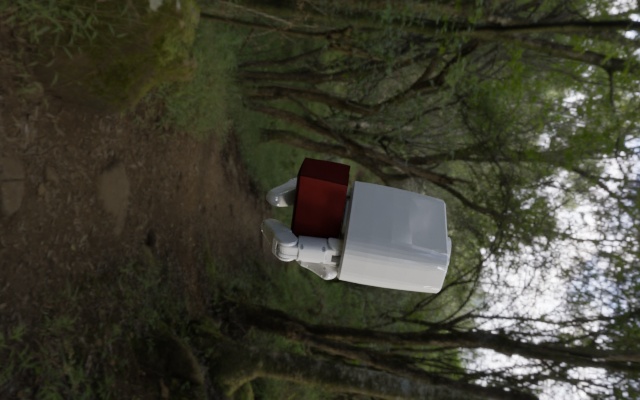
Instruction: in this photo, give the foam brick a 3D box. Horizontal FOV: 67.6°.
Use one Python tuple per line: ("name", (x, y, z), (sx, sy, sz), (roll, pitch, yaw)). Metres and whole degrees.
("foam brick", (0.000, 0.001, 0.503), (0.051, 0.078, 0.053), (10, 27, 3))
